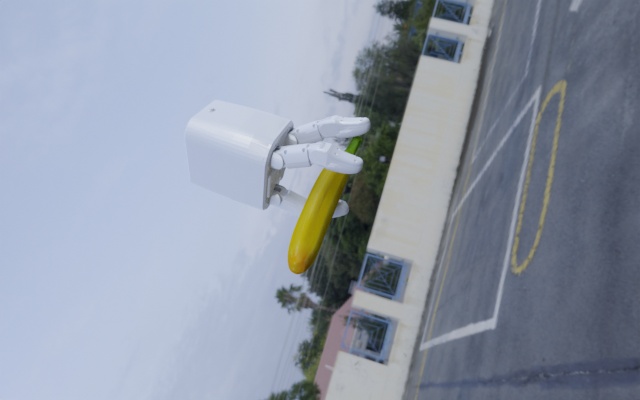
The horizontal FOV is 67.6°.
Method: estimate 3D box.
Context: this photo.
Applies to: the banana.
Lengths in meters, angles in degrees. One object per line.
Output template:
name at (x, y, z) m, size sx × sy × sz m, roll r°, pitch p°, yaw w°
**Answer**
banana at (-0.002, 0.009, 0.549) m, size 0.037 × 0.197 × 0.070 m, roll 21°, pitch -34°, yaw 3°
